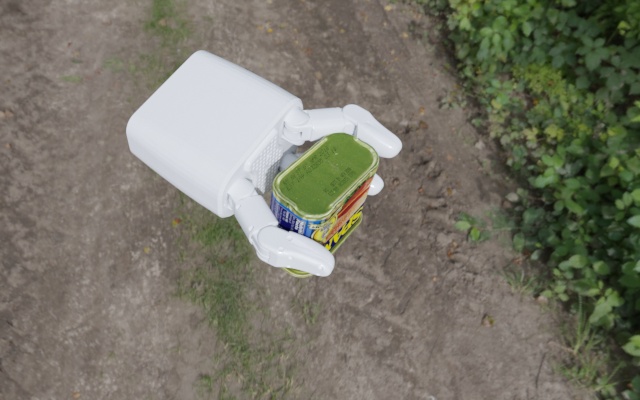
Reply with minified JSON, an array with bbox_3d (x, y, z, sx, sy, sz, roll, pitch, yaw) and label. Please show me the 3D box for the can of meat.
[{"bbox_3d":[0.000,0.001,0.403,0.057,0.084,0.102,35,54,16],"label":"can of meat"}]
